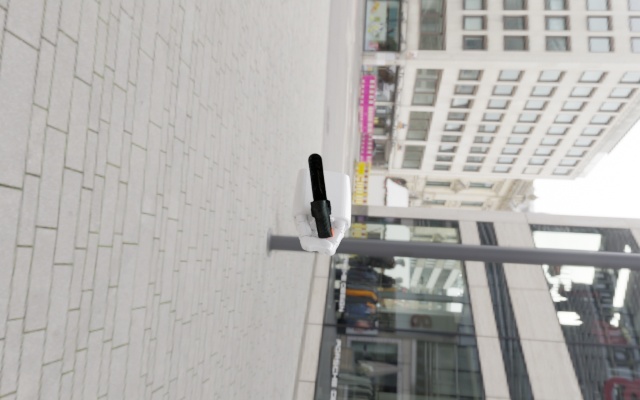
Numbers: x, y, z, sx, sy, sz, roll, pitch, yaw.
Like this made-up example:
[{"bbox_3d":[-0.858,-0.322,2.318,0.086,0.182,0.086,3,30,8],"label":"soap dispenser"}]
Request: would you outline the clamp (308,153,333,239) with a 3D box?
[{"bbox_3d":[0.001,0.003,0.842,0.039,0.120,0.172,0,-32,4],"label":"clamp"}]
